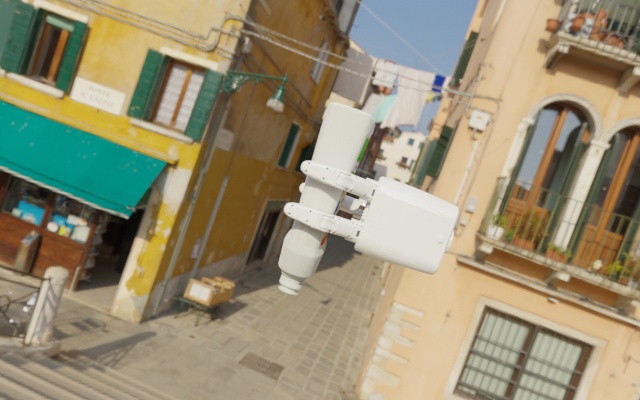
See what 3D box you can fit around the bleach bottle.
[{"bbox_3d":[0.000,0.002,0.637,0.068,0.251,0.102,20,3,4],"label":"bleach bottle"}]
